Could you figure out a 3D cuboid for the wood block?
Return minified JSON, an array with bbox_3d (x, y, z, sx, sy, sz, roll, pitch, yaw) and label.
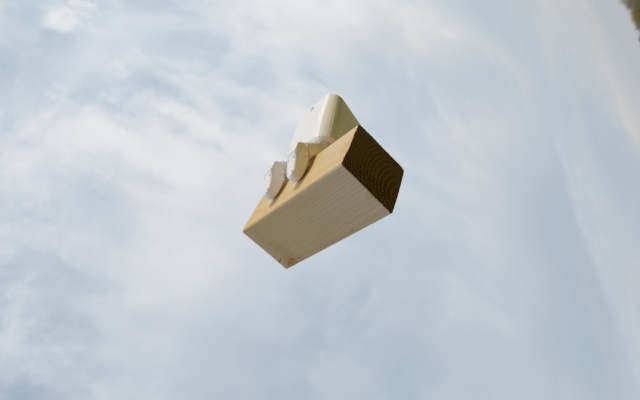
[{"bbox_3d":[0.000,0.002,0.644,0.091,0.090,0.206,42,-48,-17],"label":"wood block"}]
